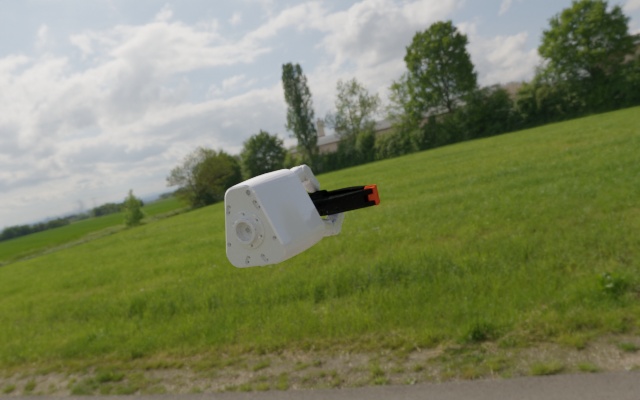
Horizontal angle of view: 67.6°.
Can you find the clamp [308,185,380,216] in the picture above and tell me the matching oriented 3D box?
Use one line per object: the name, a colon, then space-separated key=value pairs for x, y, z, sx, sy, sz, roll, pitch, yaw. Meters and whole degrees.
clamp: x=0.000 y=0.002 z=0.743 sx=0.210 sy=0.036 sz=0.164 roll=-10 pitch=9 yaw=29
